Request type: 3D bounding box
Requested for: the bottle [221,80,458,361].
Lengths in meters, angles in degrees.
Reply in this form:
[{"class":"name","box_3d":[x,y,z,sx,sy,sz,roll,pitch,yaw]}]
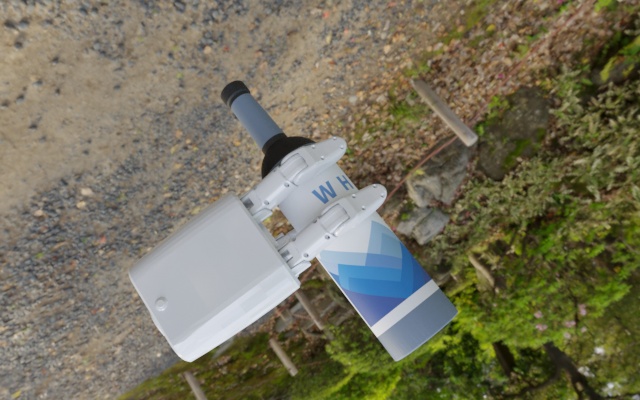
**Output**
[{"class":"bottle","box_3d":[0.000,0.002,0.434,0.069,0.295,0.069,-35,-16,-12]}]
